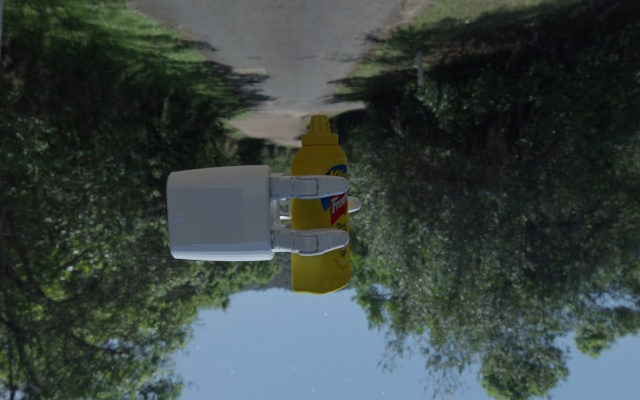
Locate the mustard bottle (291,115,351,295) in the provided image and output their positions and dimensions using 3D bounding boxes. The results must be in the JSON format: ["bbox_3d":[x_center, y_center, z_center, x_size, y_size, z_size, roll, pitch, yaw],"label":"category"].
[{"bbox_3d":[0.000,0.002,0.534,0.058,0.191,0.096,0,4,25],"label":"mustard bottle"}]
